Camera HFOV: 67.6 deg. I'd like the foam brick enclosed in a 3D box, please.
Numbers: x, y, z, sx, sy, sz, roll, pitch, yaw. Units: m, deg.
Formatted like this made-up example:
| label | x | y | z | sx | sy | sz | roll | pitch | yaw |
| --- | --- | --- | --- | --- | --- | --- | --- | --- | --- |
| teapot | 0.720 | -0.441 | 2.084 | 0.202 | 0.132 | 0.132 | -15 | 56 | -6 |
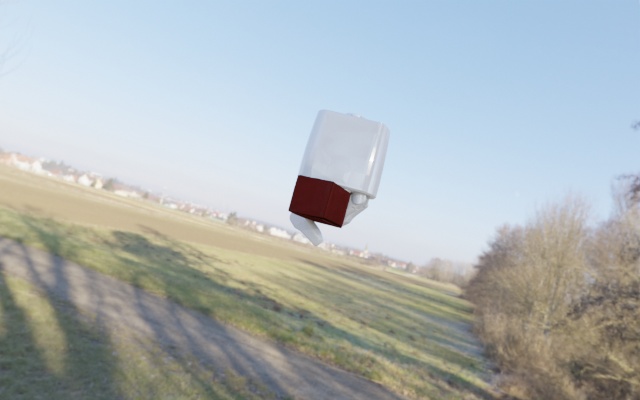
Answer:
| label | x | y | z | sx | sy | sz | roll | pitch | yaw |
| --- | --- | --- | --- | --- | --- | --- | --- | --- | --- |
| foam brick | 0.000 | 0.002 | 0.641 | 0.053 | 0.051 | 0.078 | 13 | -6 | 23 |
